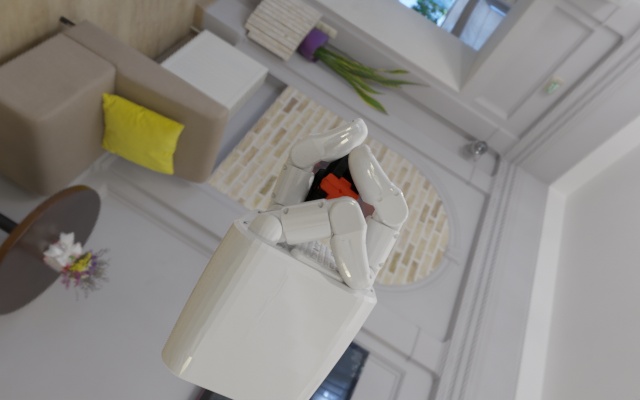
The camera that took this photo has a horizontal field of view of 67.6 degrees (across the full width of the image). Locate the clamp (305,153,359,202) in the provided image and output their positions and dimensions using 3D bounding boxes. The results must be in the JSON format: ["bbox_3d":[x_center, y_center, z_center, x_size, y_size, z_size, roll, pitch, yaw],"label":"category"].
[{"bbox_3d":[0.001,0.002,0.413,0.039,0.120,0.171,32,6,-1],"label":"clamp"}]
